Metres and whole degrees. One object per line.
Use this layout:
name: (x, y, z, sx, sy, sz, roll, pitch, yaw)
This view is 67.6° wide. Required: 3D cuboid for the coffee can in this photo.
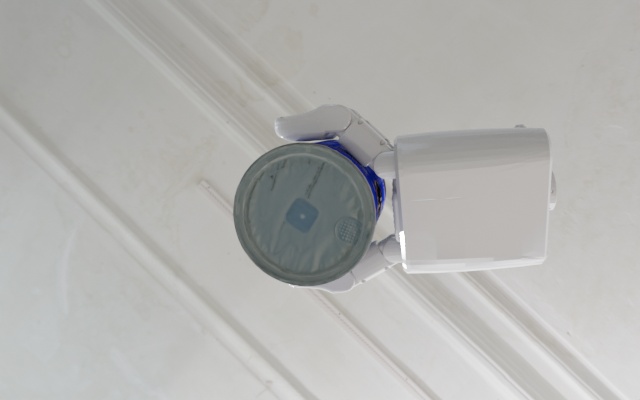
coffee can: (0.000, 0.001, 0.400, 0.103, 0.103, 0.140, 0, 8, 11)
